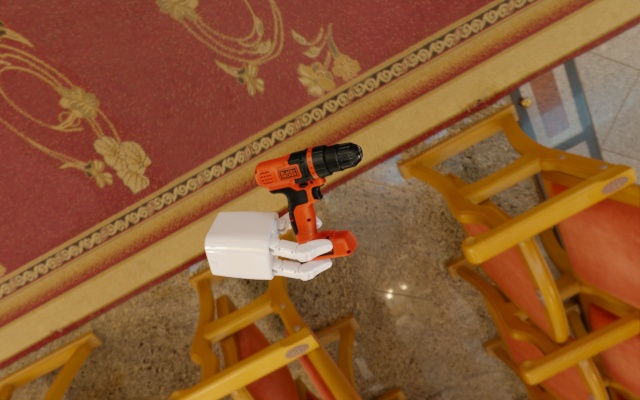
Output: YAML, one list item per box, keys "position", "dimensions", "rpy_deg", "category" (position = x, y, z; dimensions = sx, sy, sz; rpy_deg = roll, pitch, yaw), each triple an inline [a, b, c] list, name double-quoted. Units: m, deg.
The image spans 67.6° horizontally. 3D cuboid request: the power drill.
- position: [0.000, 0.003, 0.789]
  dimensions: [0.184, 0.188, 0.057]
  rpy_deg: [-10, 19, 22]
  category: "power drill"
